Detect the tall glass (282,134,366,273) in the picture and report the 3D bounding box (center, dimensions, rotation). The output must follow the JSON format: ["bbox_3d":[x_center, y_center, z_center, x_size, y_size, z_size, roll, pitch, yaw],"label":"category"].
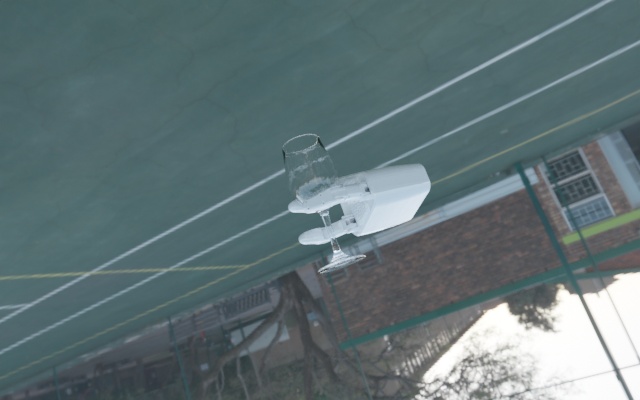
[{"bbox_3d":[0.000,0.003,0.720,0.079,0.201,0.079,-18,-15,-5],"label":"tall glass"}]
